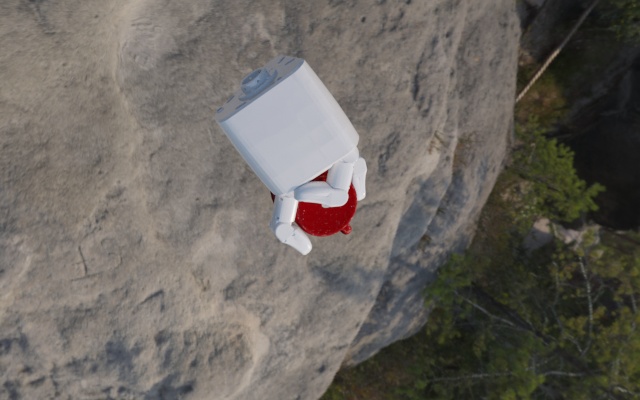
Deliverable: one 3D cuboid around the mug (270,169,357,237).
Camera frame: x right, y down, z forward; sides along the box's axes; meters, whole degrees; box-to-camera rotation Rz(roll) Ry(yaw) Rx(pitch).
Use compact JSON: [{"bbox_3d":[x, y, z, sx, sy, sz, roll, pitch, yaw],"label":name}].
[{"bbox_3d":[0.001,0.003,0.597,0.093,0.117,0.081,-41,30,-4],"label":"mug"}]
